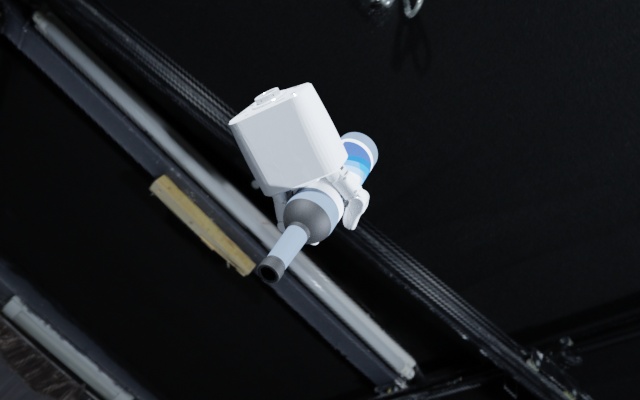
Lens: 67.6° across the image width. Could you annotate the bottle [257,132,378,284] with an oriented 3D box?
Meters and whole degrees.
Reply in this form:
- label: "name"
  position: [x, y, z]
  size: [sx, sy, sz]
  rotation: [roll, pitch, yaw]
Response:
- label: "bottle"
  position: [0.000, 0.002, 0.627]
  size: [0.069, 0.069, 0.295]
  rotation: [0, 32, 27]
